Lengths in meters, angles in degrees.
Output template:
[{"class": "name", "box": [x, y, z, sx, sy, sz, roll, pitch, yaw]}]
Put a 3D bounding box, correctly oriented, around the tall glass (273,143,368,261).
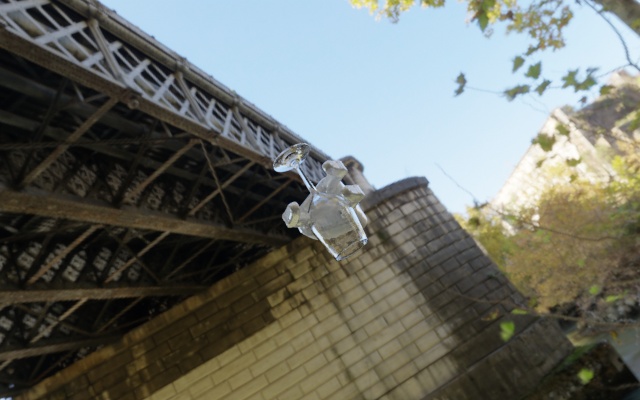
[{"class": "tall glass", "box": [0.000, 0.002, 0.807, 0.079, 0.201, 0.079, -28, -21, -12]}]
